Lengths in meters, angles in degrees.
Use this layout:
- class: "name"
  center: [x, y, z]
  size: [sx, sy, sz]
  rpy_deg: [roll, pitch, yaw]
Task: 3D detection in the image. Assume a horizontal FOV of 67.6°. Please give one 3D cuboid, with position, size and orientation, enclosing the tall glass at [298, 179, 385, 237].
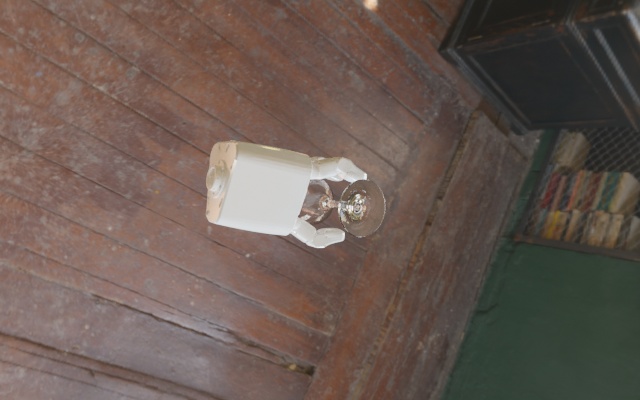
- class: "tall glass"
  center: [0.001, 0.002, 0.690]
  size: [0.079, 0.079, 0.201]
  rpy_deg: [0, 4, -33]
